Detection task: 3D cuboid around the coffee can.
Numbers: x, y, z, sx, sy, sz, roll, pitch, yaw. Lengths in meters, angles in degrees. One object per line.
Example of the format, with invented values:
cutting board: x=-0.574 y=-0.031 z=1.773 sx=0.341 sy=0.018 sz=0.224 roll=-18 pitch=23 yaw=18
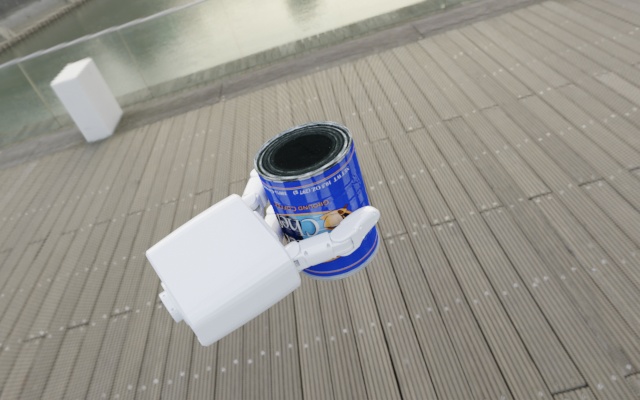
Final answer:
coffee can: x=0.000 y=0.002 z=0.513 sx=0.103 sy=0.140 sz=0.102 roll=-12 pitch=37 yaw=9
